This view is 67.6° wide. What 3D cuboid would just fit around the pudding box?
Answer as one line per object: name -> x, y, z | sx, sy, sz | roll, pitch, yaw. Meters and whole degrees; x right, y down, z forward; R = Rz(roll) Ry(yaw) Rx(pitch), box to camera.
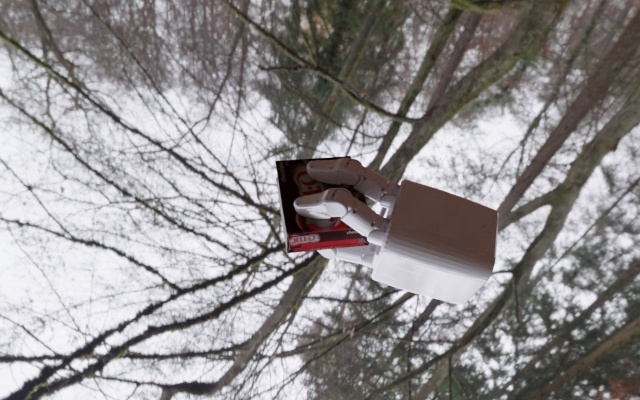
pudding box -> 0.000, 0.002, 0.524 | 0.090, 0.039, 0.113 | -4, 45, -10
